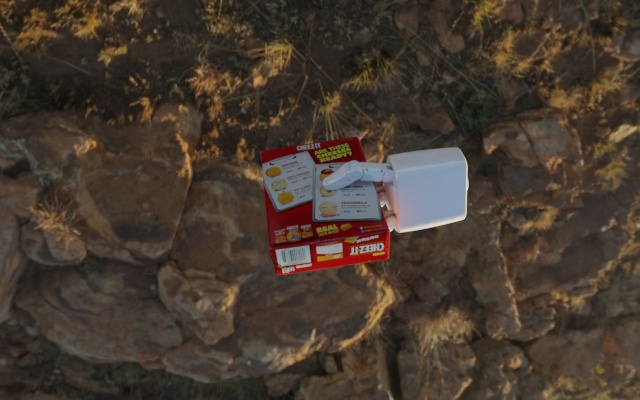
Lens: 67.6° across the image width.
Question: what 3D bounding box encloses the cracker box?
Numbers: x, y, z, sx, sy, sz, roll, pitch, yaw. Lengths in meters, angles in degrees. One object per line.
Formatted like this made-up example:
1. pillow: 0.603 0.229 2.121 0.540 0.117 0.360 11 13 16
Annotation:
1. cracker box: 0.000 0.002 0.722 0.164 0.072 0.213 -9 44 -3
